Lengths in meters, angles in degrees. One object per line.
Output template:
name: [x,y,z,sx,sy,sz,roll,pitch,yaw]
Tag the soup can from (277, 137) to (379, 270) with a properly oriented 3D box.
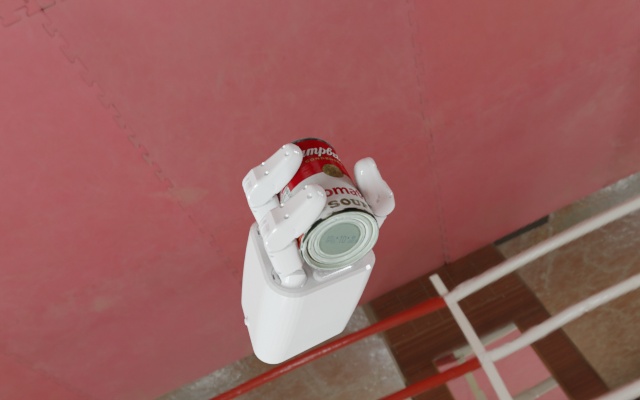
soup can: [0.000,0.001,0.412,0.068,0.068,0.102,0,39,-25]
